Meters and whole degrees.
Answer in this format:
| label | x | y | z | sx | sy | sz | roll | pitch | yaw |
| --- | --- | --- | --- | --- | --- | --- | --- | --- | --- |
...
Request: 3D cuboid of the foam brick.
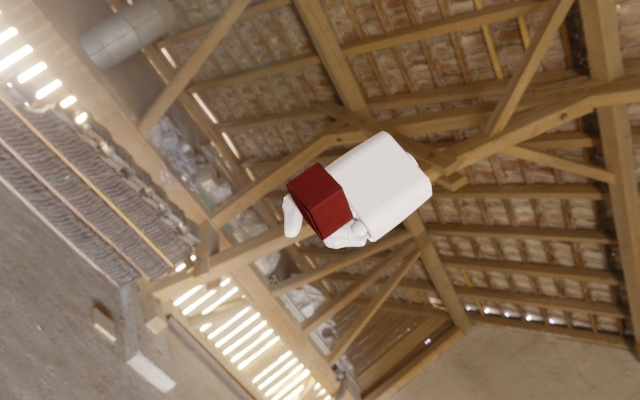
| label | x | y | z | sx | sy | sz | roll | pitch | yaw |
| --- | --- | --- | --- | --- | --- | --- | --- | --- | --- |
| foam brick | 0.000 | 0.002 | 0.594 | 0.051 | 0.053 | 0.078 | -36 | -33 | -7 |
